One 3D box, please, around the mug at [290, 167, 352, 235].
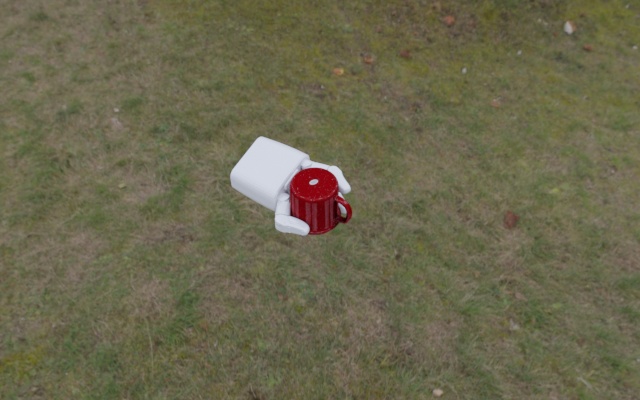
[{"bbox_3d":[0.001,0.003,0.810,0.117,0.082,0.093,24,52,21],"label":"mug"}]
